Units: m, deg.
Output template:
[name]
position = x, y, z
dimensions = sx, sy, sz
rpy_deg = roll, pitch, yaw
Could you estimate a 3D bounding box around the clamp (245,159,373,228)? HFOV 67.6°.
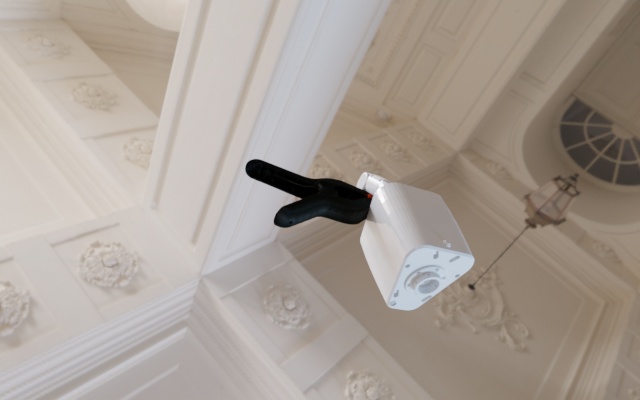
[clamp]
position = 0.000, 0.002, 0.565
dimensions = 0.171, 0.039, 0.120
rpy_deg = 10, 34, -24
